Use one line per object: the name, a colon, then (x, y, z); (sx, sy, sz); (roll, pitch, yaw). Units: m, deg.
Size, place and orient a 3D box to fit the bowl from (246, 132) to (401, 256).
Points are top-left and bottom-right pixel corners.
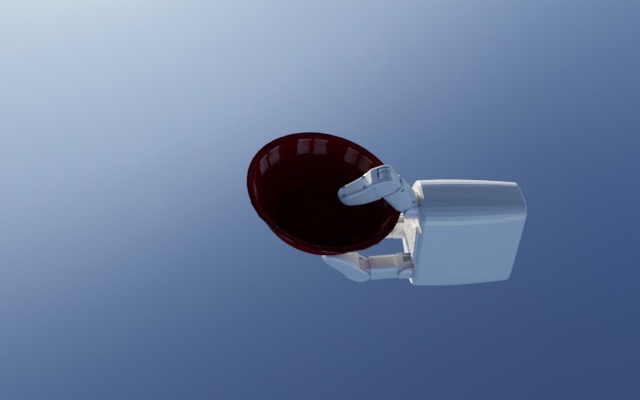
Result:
bowl: (-0.001, 0.002, 0.505); (0.162, 0.162, 0.055); (0, -39, -16)
